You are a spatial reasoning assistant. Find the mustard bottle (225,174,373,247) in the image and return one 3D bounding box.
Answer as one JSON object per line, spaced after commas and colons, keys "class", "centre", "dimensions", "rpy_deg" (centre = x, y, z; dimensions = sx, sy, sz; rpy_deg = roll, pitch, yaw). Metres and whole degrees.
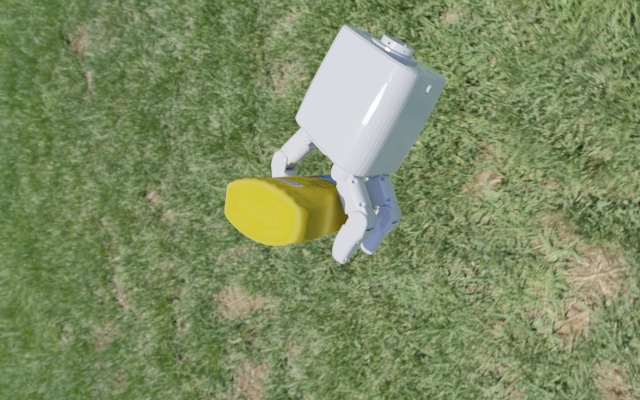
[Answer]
{"class": "mustard bottle", "centre": [0.000, 0.002, 0.500], "dimensions": [0.096, 0.058, 0.191], "rpy_deg": [16, 14, 34]}
